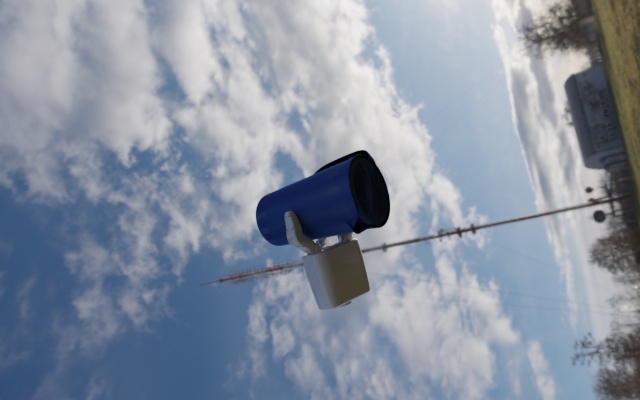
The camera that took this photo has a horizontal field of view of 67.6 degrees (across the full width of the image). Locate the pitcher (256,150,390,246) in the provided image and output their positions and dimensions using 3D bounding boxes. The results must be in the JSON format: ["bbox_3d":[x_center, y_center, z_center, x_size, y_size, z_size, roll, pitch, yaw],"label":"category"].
[{"bbox_3d":[0.000,0.003,0.900,0.243,0.145,0.149,-17,1,35],"label":"pitcher"}]
